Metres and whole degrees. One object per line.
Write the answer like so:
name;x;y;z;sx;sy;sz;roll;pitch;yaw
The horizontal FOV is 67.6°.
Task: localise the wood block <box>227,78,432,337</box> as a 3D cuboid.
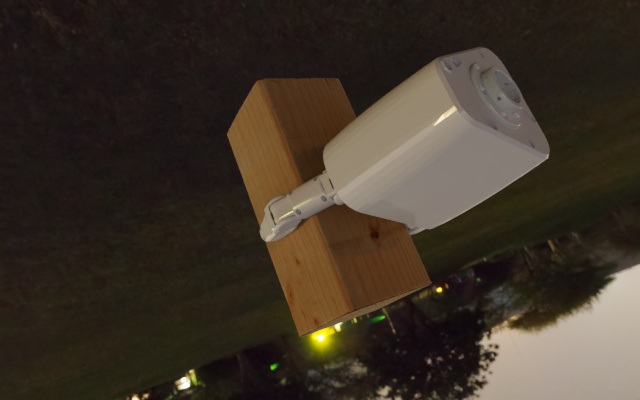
wood block;0.000;0.001;0.428;0.091;0.206;0.090;-10;-20;-34
